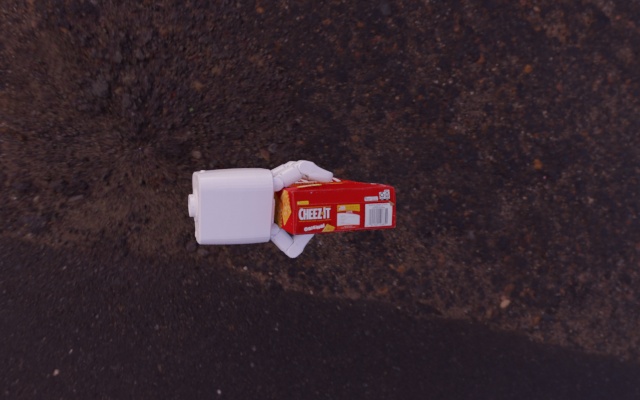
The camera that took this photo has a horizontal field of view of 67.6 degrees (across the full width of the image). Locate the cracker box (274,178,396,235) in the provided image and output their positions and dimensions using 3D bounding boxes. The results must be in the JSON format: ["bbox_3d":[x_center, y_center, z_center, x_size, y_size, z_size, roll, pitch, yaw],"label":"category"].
[{"bbox_3d":[0.000,0.003,0.778,0.164,0.072,0.213,-3,7,-20],"label":"cracker box"}]
